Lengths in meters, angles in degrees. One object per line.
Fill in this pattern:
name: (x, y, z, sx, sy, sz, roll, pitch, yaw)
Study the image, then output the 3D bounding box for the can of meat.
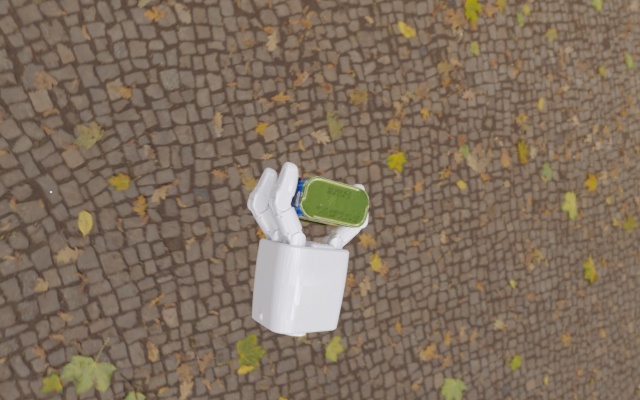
can of meat: (0.000, 0.002, 0.616, 0.102, 0.057, 0.084, 13, -5, -29)
